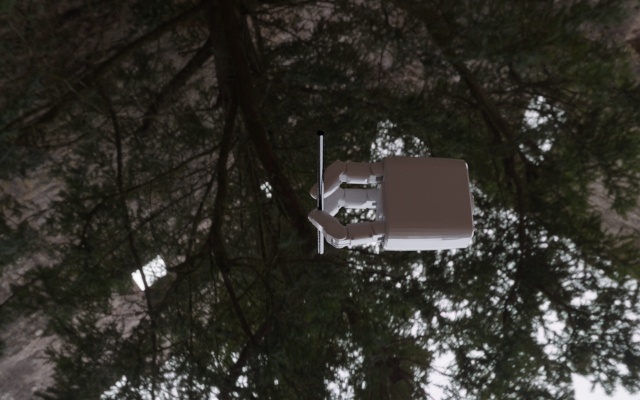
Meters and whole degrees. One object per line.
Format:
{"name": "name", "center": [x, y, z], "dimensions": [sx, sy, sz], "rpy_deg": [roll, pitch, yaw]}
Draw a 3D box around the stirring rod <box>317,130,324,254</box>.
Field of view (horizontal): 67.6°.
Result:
{"name": "stirring rod", "center": [0.000, 0.002, 0.590], "dimensions": [0.011, 0.011, 0.240], "rpy_deg": [0, -36, 0]}
